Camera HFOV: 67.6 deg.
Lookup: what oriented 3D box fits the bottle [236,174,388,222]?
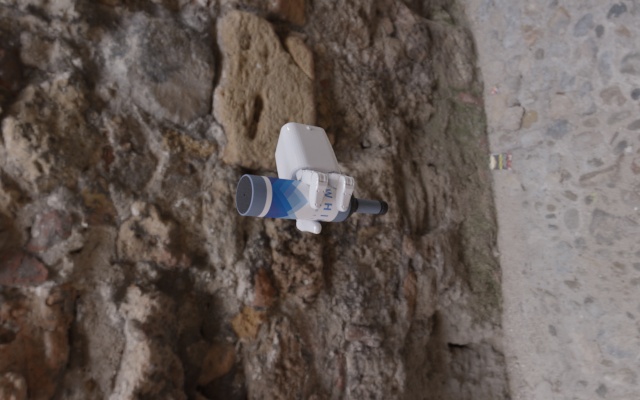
[{"bbox_3d":[0.000,0.003,0.845,0.296,0.069,0.069,5,-3,-33],"label":"bottle"}]
